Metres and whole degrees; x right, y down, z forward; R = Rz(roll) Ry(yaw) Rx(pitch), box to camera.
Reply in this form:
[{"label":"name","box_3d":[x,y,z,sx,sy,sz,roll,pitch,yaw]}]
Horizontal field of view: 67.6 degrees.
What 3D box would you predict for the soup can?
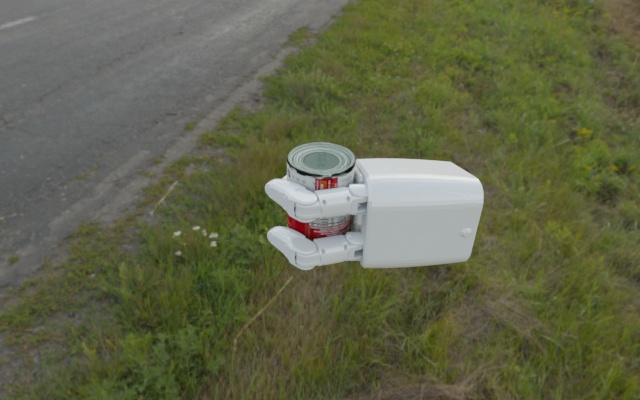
[{"label":"soup can","box_3d":[0.000,0.001,0.480,0.068,0.102,0.068,1,33,-1]}]
